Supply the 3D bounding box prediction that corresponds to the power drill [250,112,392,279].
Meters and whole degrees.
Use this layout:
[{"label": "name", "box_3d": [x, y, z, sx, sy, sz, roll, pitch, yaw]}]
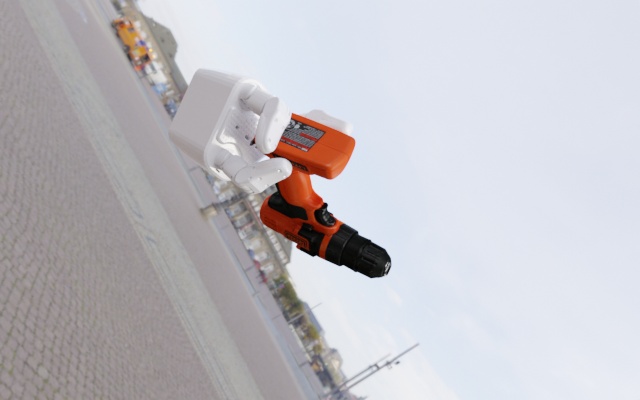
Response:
[{"label": "power drill", "box_3d": [0.000, 0.001, 0.541, 0.184, 0.188, 0.057, 24, 54, 22]}]
